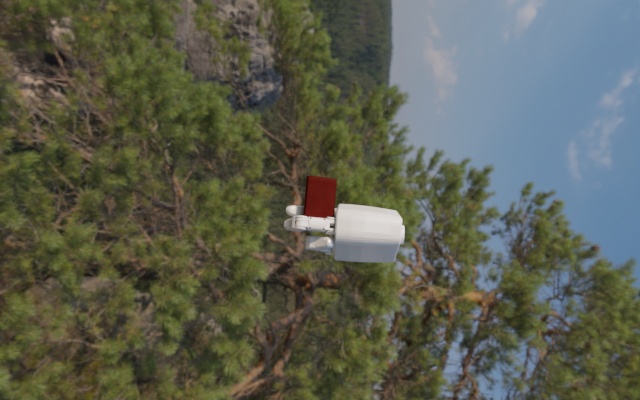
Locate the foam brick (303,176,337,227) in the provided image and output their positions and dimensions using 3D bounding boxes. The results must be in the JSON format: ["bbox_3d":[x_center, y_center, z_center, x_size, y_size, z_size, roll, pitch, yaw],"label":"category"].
[{"bbox_3d":[0.000,0.002,0.815,0.051,0.078,0.053,4,-11,4],"label":"foam brick"}]
